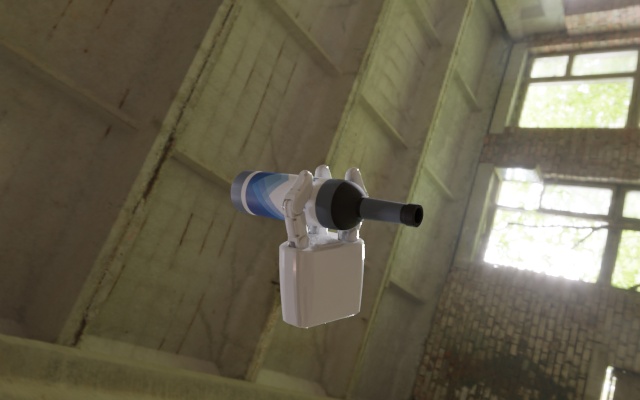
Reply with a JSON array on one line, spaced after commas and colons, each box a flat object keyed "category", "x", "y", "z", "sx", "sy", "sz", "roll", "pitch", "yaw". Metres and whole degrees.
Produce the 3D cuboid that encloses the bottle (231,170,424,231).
[{"category": "bottle", "x": 0.000, "y": 0.002, "z": 0.643, "sx": 0.295, "sy": 0.069, "sz": 0.069, "roll": 8, "pitch": 5, "yaw": 39}]
